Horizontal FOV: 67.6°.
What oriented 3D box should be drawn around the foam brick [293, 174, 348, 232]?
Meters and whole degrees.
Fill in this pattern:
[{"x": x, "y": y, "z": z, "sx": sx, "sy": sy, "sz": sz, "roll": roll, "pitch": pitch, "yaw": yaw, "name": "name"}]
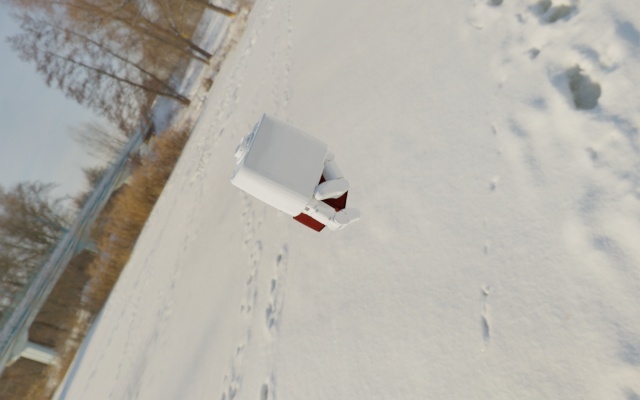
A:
[{"x": 0.000, "y": 0.003, "z": 0.740, "sx": 0.051, "sy": 0.053, "sz": 0.078, "roll": 27, "pitch": -42, "yaw": -18, "name": "foam brick"}]
